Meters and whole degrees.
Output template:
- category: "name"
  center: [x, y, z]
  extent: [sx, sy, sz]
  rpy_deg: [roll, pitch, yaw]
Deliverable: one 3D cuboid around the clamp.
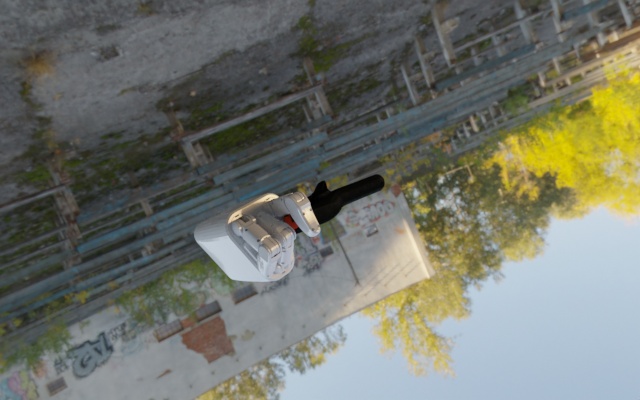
- category: "clamp"
  center: [0.000, 0.003, 0.688]
  extent: [0.171, 0.039, 0.120]
  rpy_deg: [-26, 11, -40]
